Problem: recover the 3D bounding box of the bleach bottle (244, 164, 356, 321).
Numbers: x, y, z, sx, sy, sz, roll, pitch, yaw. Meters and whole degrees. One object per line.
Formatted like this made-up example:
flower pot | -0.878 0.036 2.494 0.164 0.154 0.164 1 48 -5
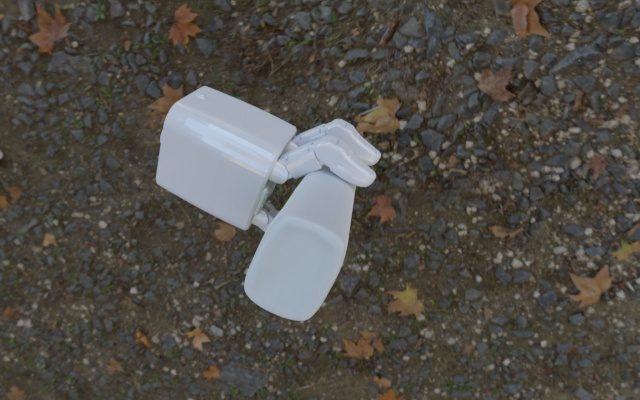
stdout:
bleach bottle | 0.000 0.002 0.487 0.068 0.103 0.250 26 28 -2
